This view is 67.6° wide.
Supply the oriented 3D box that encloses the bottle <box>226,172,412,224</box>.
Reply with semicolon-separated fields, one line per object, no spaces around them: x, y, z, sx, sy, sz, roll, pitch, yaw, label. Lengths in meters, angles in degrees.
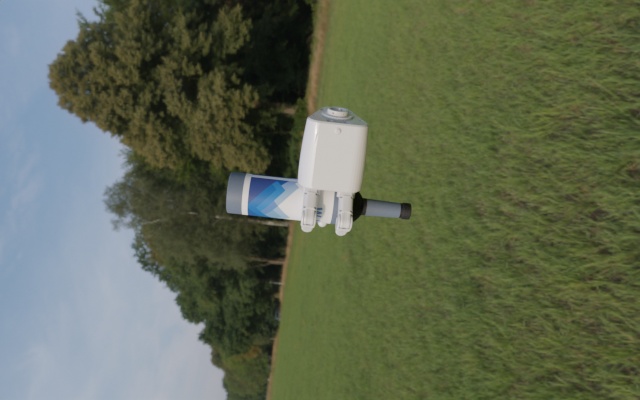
0.000;0.003;0.776;0.296;0.069;0.069;6;0;-3;bottle
